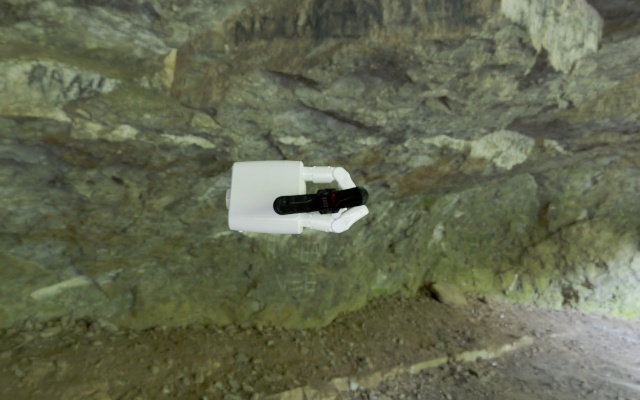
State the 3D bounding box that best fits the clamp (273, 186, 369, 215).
[{"bbox_3d":[0.000,0.002,0.662,0.120,0.039,0.171,-1,-4,0],"label":"clamp"}]
